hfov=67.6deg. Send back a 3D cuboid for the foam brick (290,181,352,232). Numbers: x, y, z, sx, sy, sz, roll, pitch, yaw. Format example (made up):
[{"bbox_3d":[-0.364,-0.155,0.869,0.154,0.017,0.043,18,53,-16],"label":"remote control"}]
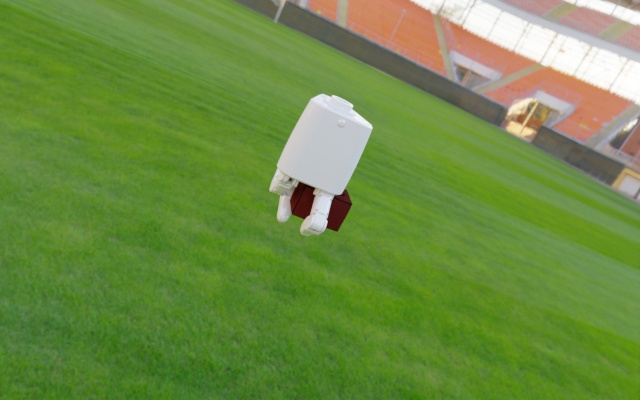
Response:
[{"bbox_3d":[0.000,0.002,0.708,0.078,0.051,0.053,22,20,-16],"label":"foam brick"}]
